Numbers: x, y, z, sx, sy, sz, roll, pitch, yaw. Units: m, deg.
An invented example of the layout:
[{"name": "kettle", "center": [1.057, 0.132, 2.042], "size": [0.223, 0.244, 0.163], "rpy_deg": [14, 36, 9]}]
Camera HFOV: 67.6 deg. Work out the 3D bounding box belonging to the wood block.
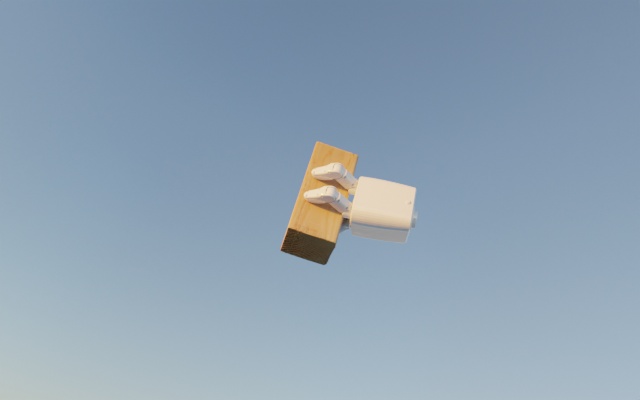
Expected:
[{"name": "wood block", "center": [0.000, 0.003, 0.899], "size": [0.090, 0.206, 0.091], "rpy_deg": [18, -36, -2]}]
